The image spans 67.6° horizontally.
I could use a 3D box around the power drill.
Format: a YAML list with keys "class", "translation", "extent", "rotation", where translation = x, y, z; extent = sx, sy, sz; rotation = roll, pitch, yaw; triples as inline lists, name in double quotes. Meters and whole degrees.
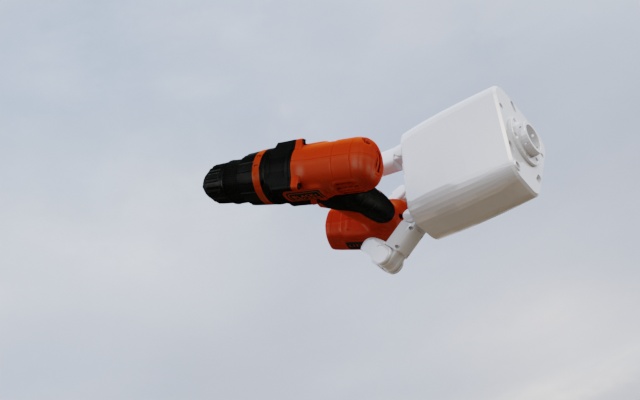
- class: "power drill"
  translation: [0.001, 0.002, 0.488]
  extent: [0.184, 0.057, 0.188]
  rotation: [-4, -21, 30]
